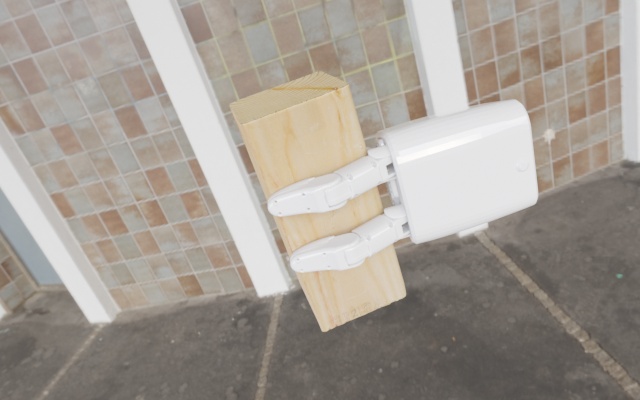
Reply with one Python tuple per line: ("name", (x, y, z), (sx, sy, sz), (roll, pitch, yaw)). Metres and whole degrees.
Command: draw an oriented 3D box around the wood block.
("wood block", (0.000, 0.001, 0.435), (0.090, 0.206, 0.090), (-22, 25, -7))
